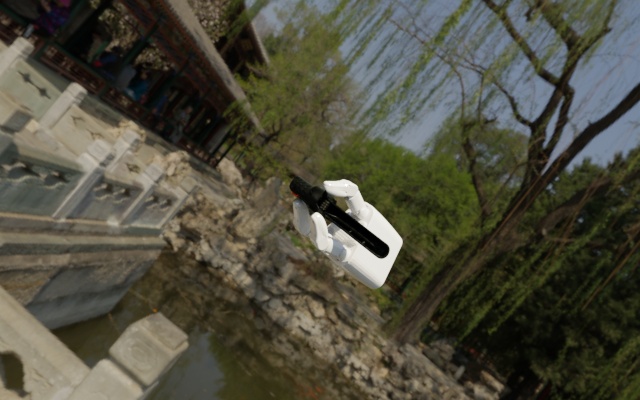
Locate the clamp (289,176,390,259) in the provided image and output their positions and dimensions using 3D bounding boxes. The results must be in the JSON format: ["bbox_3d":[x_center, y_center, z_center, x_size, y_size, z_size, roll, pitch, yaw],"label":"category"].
[{"bbox_3d":[0.000,0.002,0.725,0.165,0.036,0.210,43,-4,-39],"label":"clamp"}]
